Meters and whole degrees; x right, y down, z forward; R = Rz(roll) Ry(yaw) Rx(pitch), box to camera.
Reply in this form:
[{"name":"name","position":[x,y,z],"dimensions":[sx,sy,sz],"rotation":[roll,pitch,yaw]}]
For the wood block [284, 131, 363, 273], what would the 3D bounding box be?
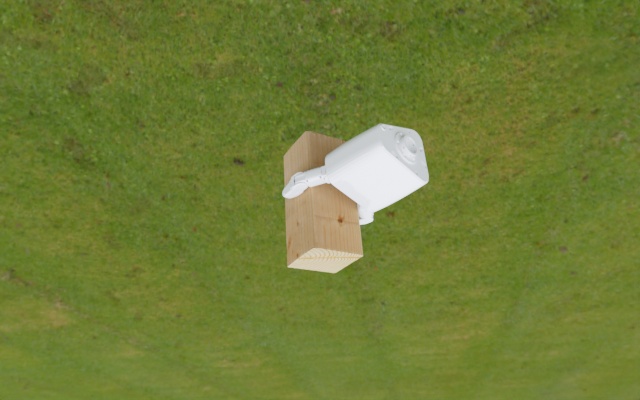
[{"name":"wood block","position":[0.000,0.002,0.782],"dimensions":[0.091,0.206,0.090],"rotation":[12,-31,-28]}]
